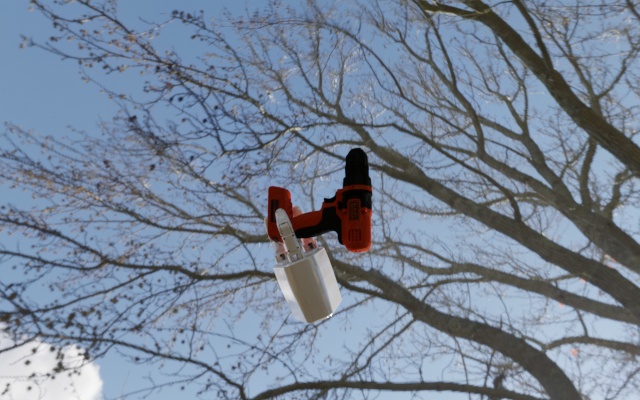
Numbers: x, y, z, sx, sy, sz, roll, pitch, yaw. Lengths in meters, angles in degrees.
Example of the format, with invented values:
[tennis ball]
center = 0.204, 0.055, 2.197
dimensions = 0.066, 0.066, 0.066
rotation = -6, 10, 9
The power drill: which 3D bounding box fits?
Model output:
[power drill]
center = 0.000, 0.003, 0.845
dimensions = 0.187, 0.184, 0.057
rotation = -6, -17, 21
